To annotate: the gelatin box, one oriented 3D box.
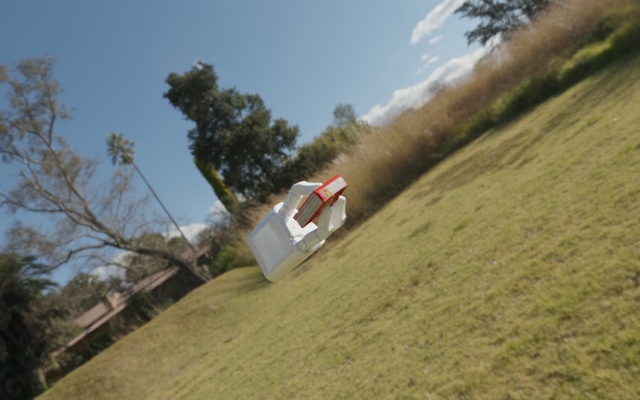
[{"bbox_3d":[0.000,0.002,0.830,0.073,0.030,0.089,-35,-12,-44],"label":"gelatin box"}]
